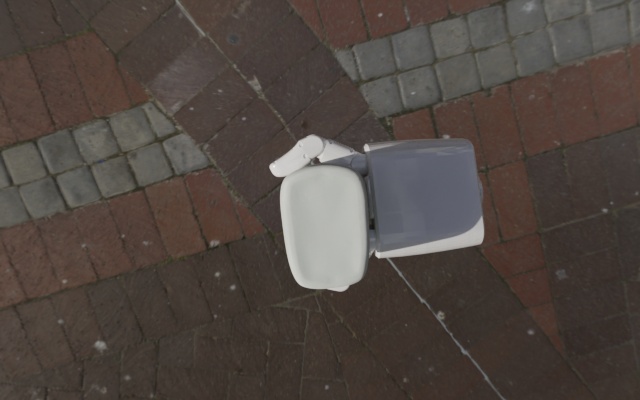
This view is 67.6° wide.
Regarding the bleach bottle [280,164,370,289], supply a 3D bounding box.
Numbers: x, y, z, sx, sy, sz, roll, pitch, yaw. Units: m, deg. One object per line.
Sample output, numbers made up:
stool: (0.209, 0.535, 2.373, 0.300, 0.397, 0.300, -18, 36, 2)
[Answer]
bleach bottle: (0.000, 0.002, 0.488, 0.068, 0.102, 0.250, -5, 11, -1)
